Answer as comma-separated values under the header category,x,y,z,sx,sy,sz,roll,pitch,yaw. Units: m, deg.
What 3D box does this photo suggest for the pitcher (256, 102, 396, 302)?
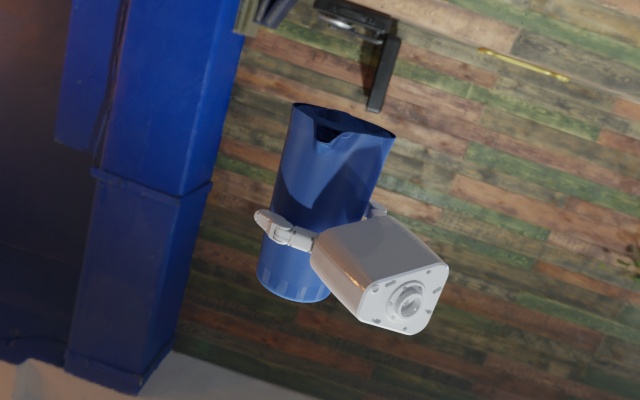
category,x,y,z,sx,sy,sz,roll,pitch,yaw
pitcher,0.000,0.002,0.629,0.149,0.243,0.145,6,22,-33
